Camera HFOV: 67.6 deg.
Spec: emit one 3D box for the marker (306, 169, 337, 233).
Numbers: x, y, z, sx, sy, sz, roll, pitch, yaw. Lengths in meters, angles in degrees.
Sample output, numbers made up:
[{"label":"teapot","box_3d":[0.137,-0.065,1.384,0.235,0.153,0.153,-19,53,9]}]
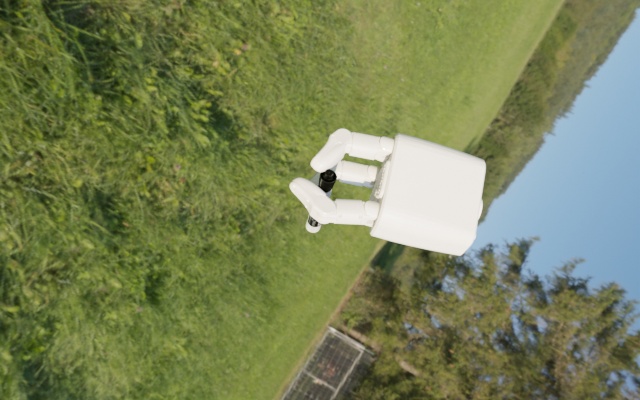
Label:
[{"label":"marker","box_3d":[0.000,0.002,0.555,0.020,0.020,0.121,0,-31,-11]}]
